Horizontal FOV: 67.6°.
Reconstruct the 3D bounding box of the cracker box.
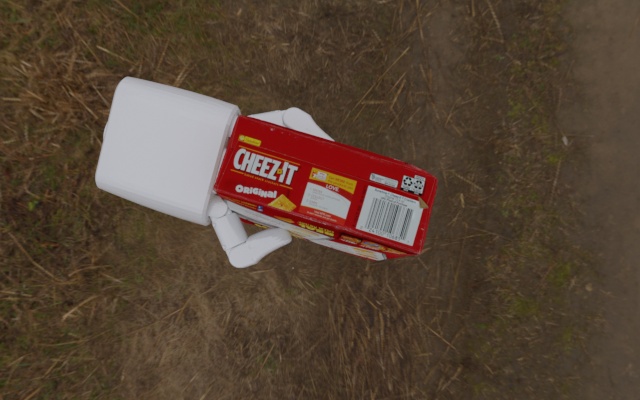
[{"bbox_3d":[0.000,0.002,0.459,0.164,0.072,0.214,17,-9,-1],"label":"cracker box"}]
